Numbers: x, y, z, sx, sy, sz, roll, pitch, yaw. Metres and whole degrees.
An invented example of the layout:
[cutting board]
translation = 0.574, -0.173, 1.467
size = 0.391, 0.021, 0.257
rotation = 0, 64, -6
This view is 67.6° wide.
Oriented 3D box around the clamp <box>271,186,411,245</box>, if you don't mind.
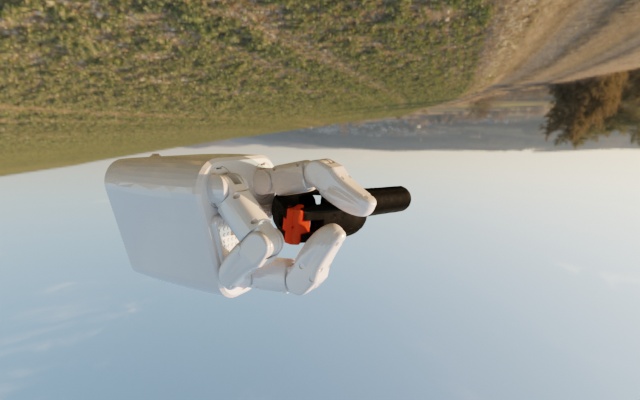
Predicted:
[clamp]
translation = 0.000, 0.002, 0.427
size = 0.120, 0.039, 0.171
rotation = 5, 9, 28
